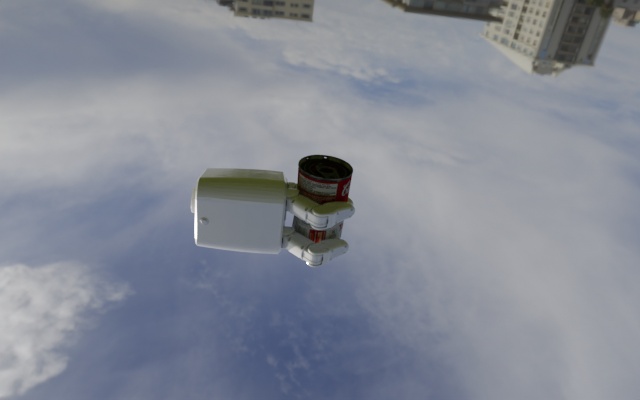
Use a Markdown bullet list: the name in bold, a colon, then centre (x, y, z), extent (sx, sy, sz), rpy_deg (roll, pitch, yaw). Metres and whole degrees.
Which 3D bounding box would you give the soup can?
- **soup can**: centre (0.001, 0.002, 0.607), extent (0.068, 0.102, 0.068), rpy_deg (6, 29, -4)
